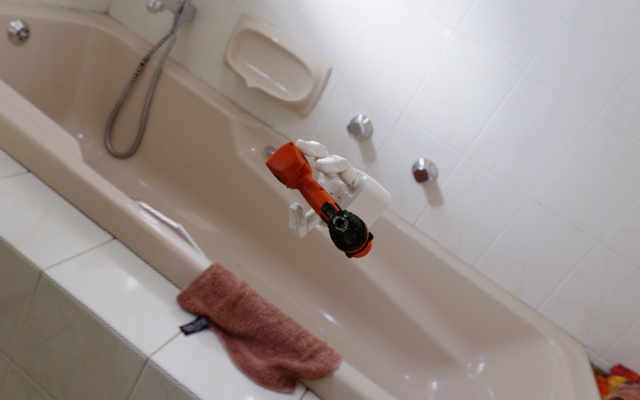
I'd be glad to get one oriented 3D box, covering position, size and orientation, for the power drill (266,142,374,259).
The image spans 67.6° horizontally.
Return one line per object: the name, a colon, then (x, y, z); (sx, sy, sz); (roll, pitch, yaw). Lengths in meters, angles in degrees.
power drill: (0.000, 0.002, 0.699); (0.057, 0.187, 0.184); (-39, -19, -2)
